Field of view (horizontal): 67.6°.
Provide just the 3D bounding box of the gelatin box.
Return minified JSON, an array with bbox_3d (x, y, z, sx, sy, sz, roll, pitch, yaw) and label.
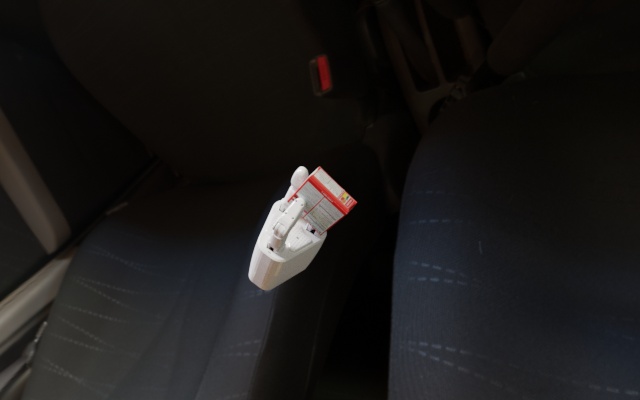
[{"bbox_3d":[0.000,0.002,0.686,0.030,0.073,0.089,-47,2,-35],"label":"gelatin box"}]
